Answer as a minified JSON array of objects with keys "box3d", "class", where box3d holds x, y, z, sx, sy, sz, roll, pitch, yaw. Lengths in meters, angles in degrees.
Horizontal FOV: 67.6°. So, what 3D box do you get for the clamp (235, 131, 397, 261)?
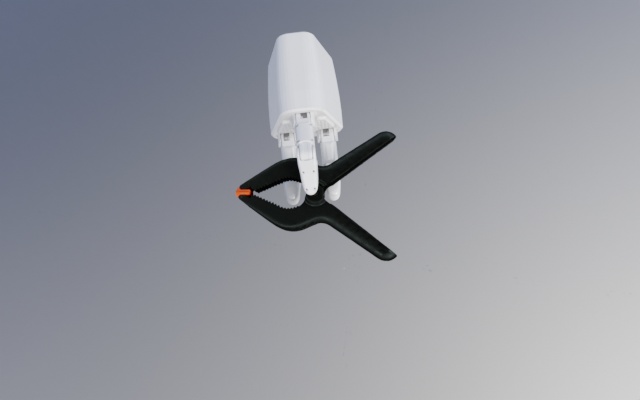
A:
[{"box3d":[-0.001,0.002,0.603,0.210,0.164,0.036,-6,-11,2],"class":"clamp"}]
